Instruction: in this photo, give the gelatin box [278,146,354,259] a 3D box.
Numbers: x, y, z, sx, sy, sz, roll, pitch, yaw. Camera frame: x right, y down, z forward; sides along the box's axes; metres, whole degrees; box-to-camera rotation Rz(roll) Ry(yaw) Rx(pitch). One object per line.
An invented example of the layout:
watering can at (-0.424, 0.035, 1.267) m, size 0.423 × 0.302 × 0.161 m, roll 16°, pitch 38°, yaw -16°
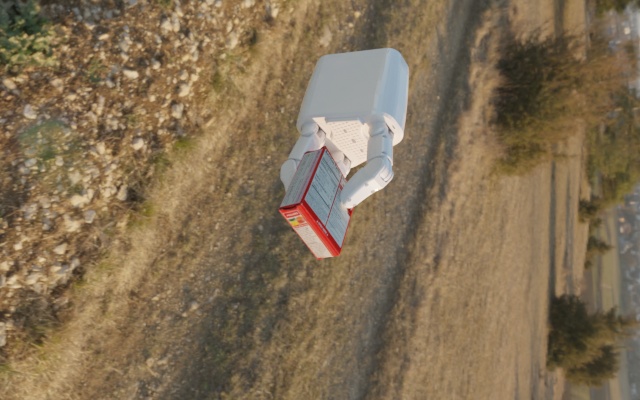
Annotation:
gelatin box at (0.000, 0.002, 0.477) m, size 0.030 × 0.073 × 0.089 m, roll -14°, pitch 37°, yaw 30°
